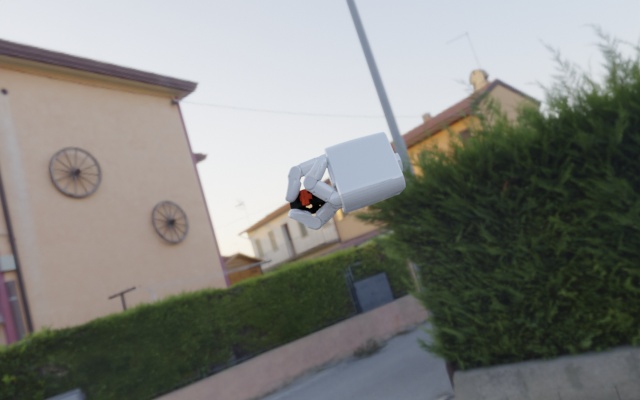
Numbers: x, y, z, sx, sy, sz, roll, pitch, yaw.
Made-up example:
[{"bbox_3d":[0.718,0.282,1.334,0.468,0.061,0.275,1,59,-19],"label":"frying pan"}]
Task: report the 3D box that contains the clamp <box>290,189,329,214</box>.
[{"bbox_3d":[0.000,0.002,0.870,0.120,0.039,0.171,-19,-7,0],"label":"clamp"}]
